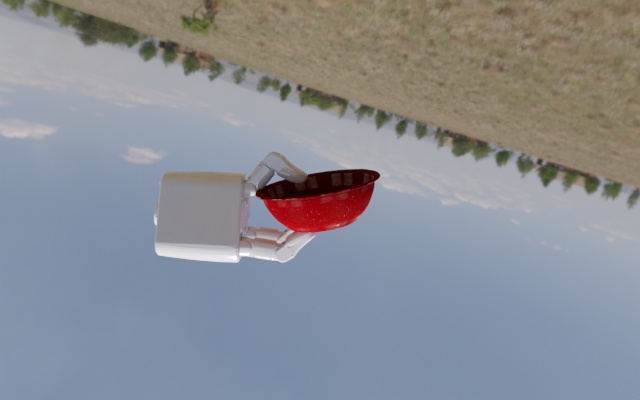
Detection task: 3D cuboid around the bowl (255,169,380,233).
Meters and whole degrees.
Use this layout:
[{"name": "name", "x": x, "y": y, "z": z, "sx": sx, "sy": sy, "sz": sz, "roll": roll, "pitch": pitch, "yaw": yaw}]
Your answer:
[{"name": "bowl", "x": 0.001, "y": 0.002, "z": 0.617, "sx": 0.162, "sy": 0.055, "sz": 0.162, "roll": -9, "pitch": 12, "yaw": 2}]
